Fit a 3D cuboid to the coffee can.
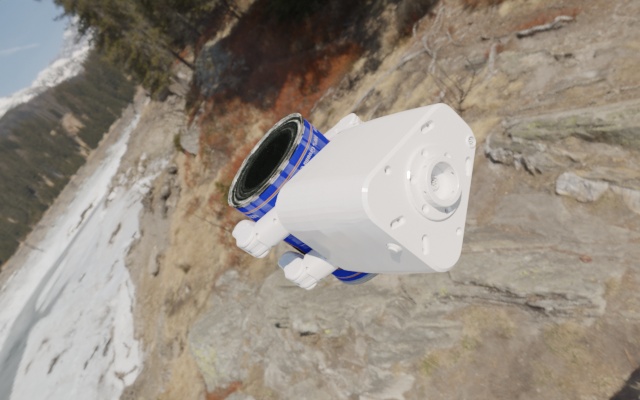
[{"bbox_3d":[0.000,0.002,0.451,0.140,0.102,0.103,37,-18,-25],"label":"coffee can"}]
